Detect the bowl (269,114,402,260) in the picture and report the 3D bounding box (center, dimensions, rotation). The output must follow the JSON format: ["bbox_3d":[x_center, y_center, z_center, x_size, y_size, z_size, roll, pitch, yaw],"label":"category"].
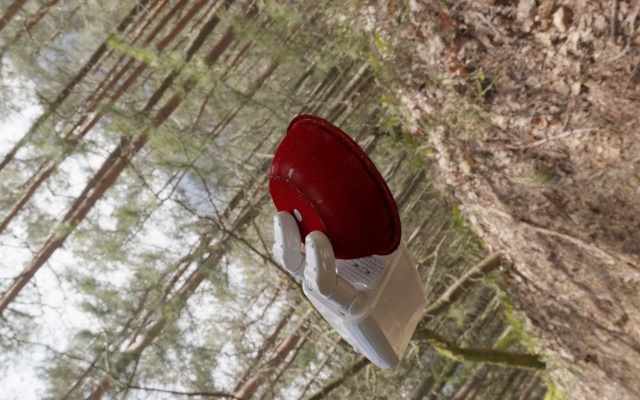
[{"bbox_3d":[-0.001,0.001,0.456,0.055,0.162,0.162,-36,15,-22],"label":"bowl"}]
